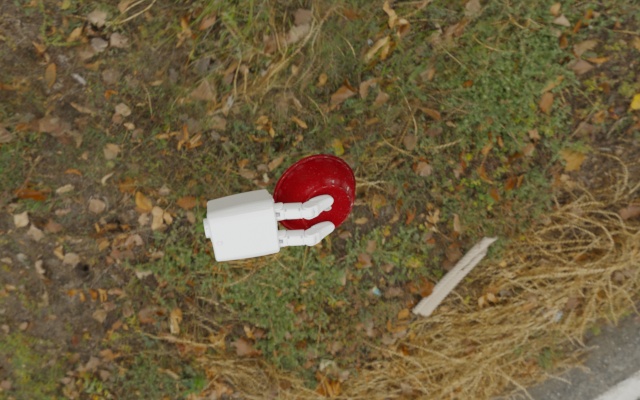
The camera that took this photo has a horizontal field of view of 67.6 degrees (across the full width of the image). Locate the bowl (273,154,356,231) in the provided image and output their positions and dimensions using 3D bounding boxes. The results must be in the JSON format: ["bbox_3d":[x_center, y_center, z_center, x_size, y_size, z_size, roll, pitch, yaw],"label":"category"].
[{"bbox_3d":[0.001,0.002,0.835,0.162,0.162,0.055,0,29,-26],"label":"bowl"}]
